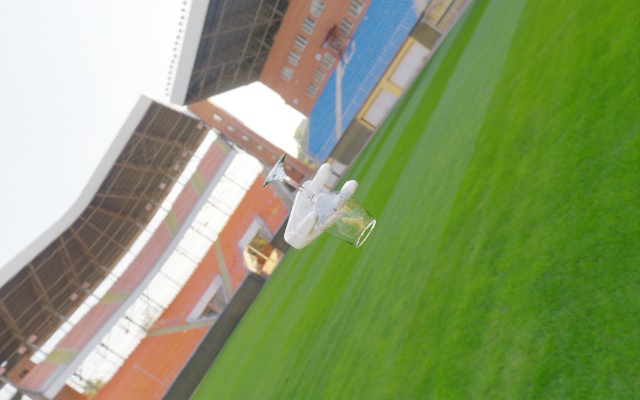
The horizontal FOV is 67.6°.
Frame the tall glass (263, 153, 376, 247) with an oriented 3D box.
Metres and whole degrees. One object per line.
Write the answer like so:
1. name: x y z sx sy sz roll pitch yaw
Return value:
1. tall glass: 0.000 0.002 0.851 0.201 0.079 0.079 34 -1 -1
